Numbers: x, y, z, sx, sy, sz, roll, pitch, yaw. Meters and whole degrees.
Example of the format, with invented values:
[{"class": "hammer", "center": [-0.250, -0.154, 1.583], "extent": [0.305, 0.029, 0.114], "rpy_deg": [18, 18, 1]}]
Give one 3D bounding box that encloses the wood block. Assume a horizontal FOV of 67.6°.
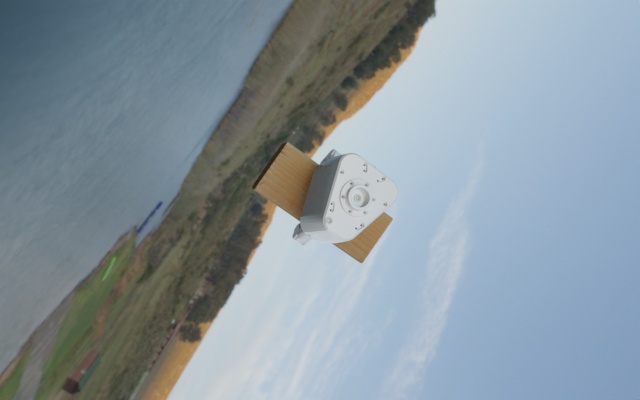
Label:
[{"class": "wood block", "center": [0.000, 0.003, 0.774], "extent": [0.206, 0.091, 0.090], "rpy_deg": [36, -2, -11]}]
